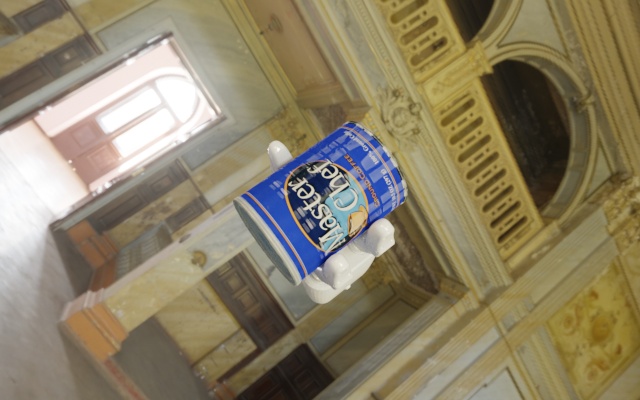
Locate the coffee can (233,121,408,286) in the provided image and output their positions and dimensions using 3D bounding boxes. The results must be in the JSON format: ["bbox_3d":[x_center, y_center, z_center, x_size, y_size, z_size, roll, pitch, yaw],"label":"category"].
[{"bbox_3d":[0.000,0.002,0.475,0.140,0.103,0.103,-36,10,-14],"label":"coffee can"}]
